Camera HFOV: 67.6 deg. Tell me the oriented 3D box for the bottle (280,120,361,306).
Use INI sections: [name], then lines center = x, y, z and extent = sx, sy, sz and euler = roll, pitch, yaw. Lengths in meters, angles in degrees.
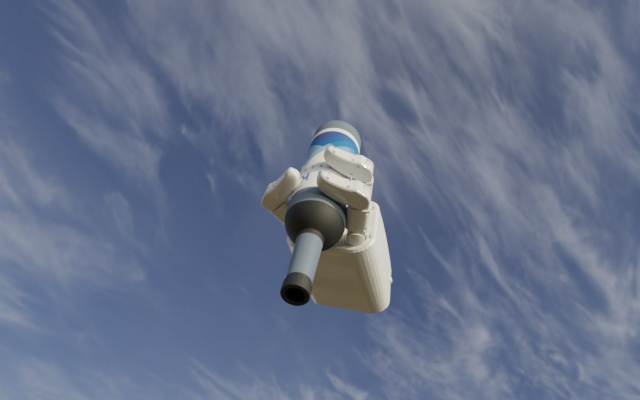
[bottle]
center = 0.000, 0.002, 0.544
extent = 0.069, 0.069, 0.295
euler = 0, 34, 11
